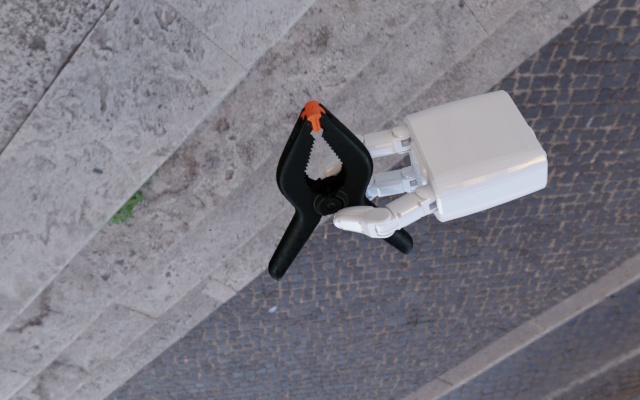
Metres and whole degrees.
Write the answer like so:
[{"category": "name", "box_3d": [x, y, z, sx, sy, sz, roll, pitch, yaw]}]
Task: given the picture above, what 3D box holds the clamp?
[{"category": "clamp", "box_3d": [0.000, 0.002, 0.484, 0.164, 0.210, 0.036, -18, 39, 4]}]
